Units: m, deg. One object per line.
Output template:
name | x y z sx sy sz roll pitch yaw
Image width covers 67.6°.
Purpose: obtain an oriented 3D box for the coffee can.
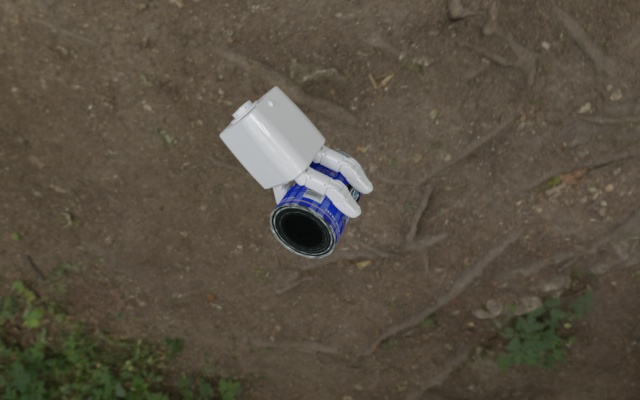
coffee can | 0.000 0.002 0.721 0.103 0.103 0.140 0 38 29
